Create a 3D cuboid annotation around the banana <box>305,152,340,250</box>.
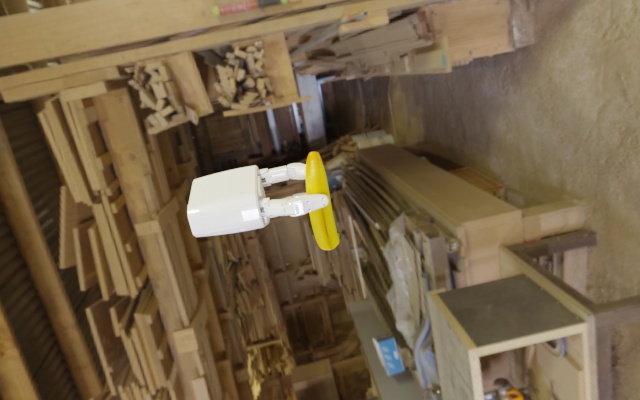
[{"bbox_3d":[0.002,0.018,0.747,0.037,0.198,0.069,-9,44,4],"label":"banana"}]
